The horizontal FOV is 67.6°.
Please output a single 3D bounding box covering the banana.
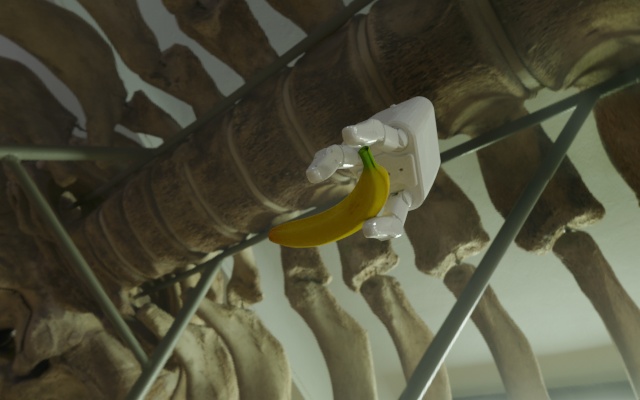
[{"bbox_3d":[0.016,0.012,0.535,0.198,0.069,0.037,-42,9,41],"label":"banana"}]
